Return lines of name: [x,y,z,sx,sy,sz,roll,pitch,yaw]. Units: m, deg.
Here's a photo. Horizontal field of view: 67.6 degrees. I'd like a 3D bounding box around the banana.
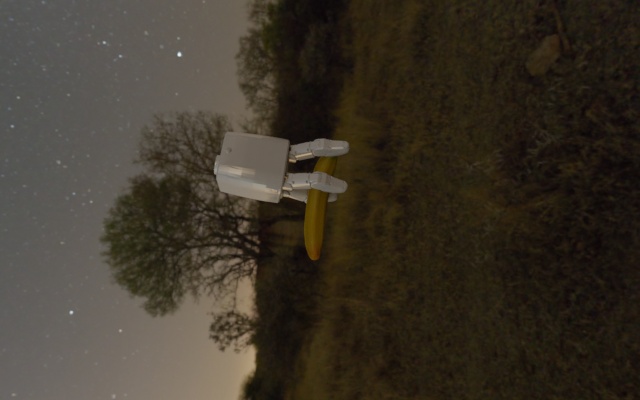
banana: [-0.003,0.001,0.800,0.037,0.197,0.069,12,-8,-9]
